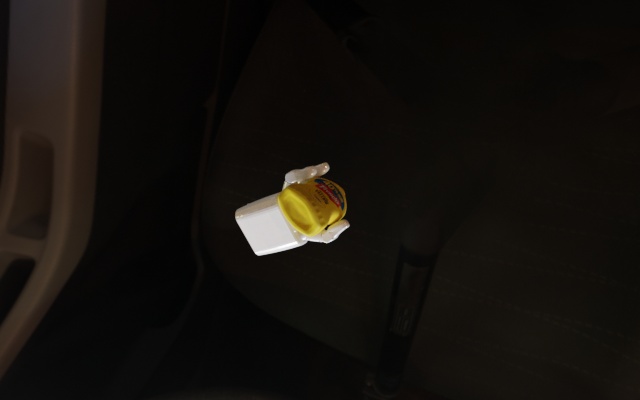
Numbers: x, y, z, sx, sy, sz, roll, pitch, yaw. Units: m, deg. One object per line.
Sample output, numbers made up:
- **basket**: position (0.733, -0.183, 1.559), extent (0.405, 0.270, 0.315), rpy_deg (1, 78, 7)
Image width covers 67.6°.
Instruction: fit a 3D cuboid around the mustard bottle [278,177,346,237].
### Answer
- **mustard bottle**: position (0.000, 0.003, 0.898), extent (0.058, 0.096, 0.191), rpy_deg (-44, -9, 25)
